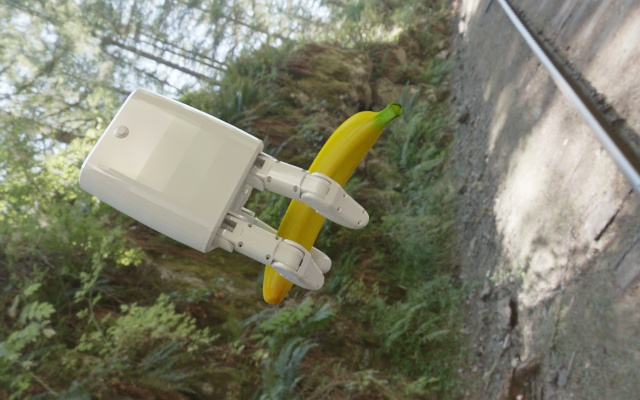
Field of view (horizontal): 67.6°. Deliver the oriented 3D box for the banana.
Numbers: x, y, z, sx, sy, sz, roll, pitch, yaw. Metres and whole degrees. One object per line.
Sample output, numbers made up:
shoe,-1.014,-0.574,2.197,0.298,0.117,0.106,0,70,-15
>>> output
banana,-0.001,-0.004,0.422,0.037,0.198,0.069,31,2,-10
